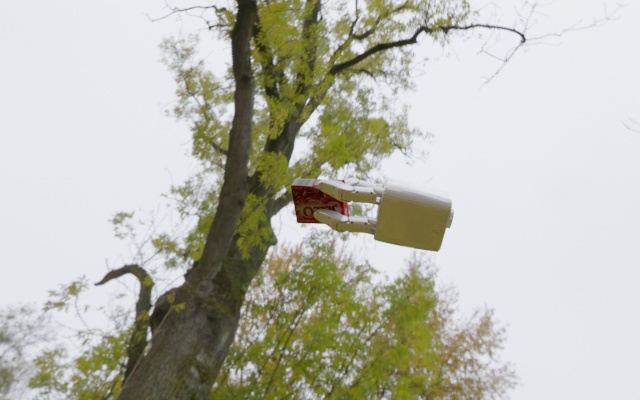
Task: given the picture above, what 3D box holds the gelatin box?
[{"bbox_3d":[0.000,0.002,0.792,0.089,0.073,0.030,2,30,18],"label":"gelatin box"}]
